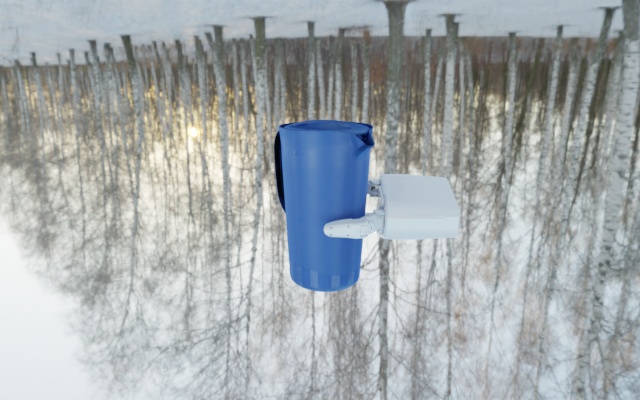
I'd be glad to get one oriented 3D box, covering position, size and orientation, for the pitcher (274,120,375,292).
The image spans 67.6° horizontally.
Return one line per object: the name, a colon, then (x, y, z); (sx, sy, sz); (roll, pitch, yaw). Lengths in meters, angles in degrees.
pitcher: (0.000, 0.002, 0.710); (0.145, 0.243, 0.149); (0, 15, -1)
